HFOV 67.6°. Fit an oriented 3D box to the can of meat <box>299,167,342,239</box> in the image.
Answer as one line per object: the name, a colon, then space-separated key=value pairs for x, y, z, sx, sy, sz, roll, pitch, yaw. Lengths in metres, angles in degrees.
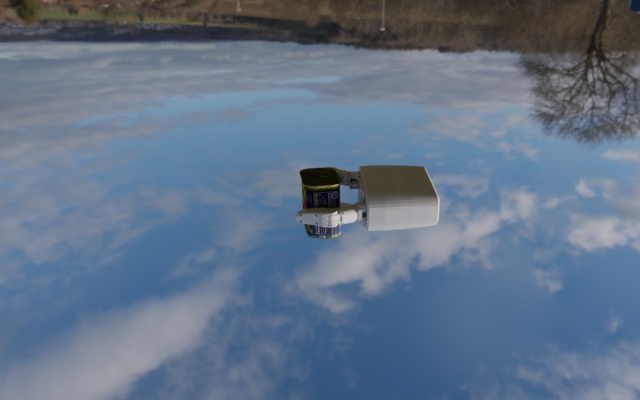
can of meat: x=0.000 y=0.003 z=0.734 sx=0.057 sy=0.084 sz=0.102 roll=-4 pitch=19 yaw=-6
